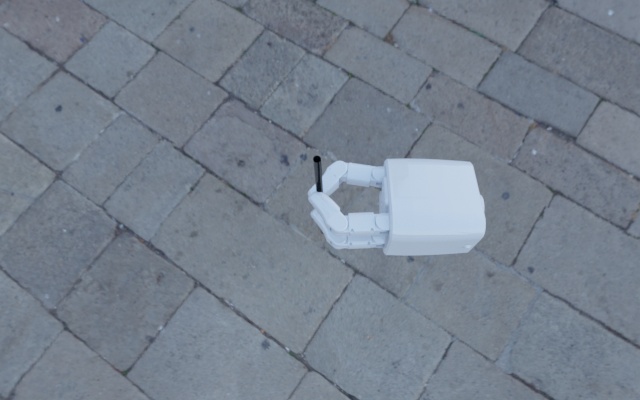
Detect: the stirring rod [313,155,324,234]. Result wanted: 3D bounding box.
[{"bbox_3d":[0.000,0.002,0.589,0.011,0.011,0.240,0,-21,2],"label":"stirring rod"}]
